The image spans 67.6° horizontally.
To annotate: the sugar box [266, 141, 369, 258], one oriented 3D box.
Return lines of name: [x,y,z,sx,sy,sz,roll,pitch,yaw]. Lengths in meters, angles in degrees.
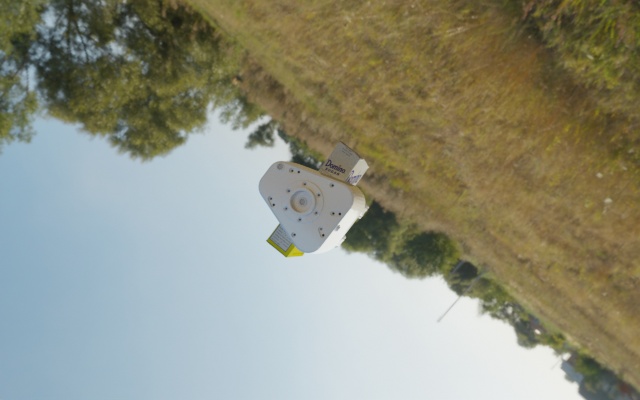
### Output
sugar box: [0.000,0.003,0.702,0.048,0.176,0.093,40,5,13]
